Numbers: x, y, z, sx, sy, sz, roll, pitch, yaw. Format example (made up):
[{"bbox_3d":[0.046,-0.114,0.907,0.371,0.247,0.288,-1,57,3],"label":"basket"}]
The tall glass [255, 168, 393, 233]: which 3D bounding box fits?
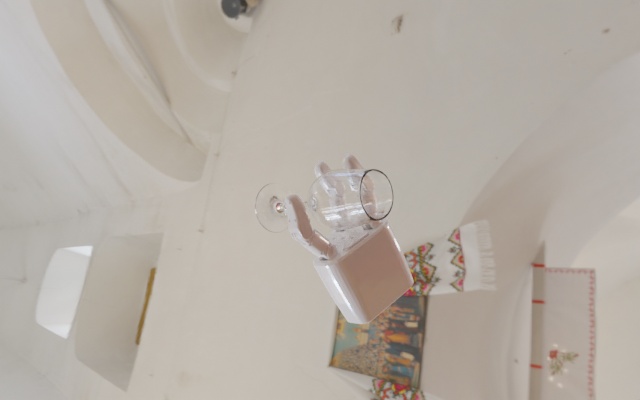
[{"bbox_3d":[0.000,0.002,0.637,0.079,0.079,0.201,0,-5,-42],"label":"tall glass"}]
